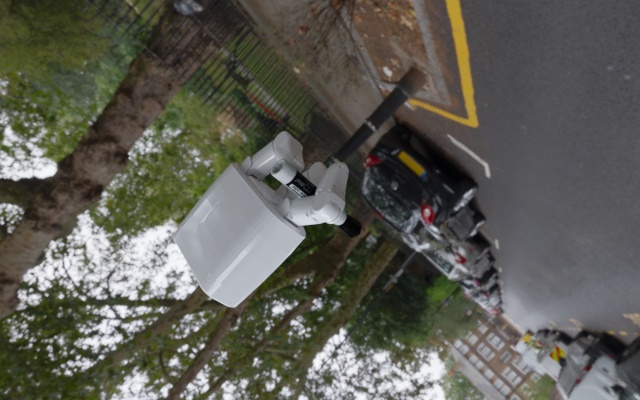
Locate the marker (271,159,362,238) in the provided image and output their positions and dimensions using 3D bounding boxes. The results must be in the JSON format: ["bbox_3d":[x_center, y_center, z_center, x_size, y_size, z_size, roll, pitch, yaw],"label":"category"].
[{"bbox_3d":[0.000,0.001,0.468,0.020,0.020,0.121,0,-32,49],"label":"marker"}]
